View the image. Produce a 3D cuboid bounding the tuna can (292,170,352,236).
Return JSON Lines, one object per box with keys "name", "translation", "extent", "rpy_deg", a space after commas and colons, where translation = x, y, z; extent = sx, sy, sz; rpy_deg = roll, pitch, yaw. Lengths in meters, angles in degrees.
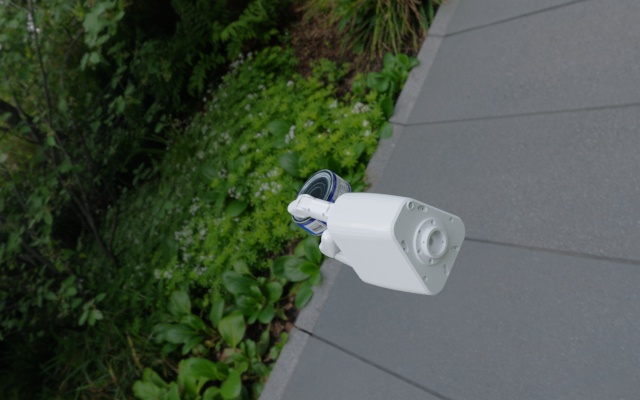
{"name": "tuna can", "translation": [0.000, 0.002, 0.639], "extent": [0.034, 0.086, 0.086], "rpy_deg": [34, -18, -28]}
